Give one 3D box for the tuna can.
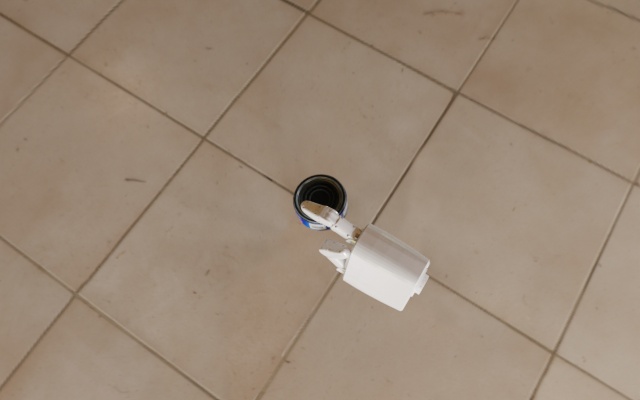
[{"bbox_3d":[0.000,0.002,0.751,0.086,0.086,0.034,0,-23,6],"label":"tuna can"}]
